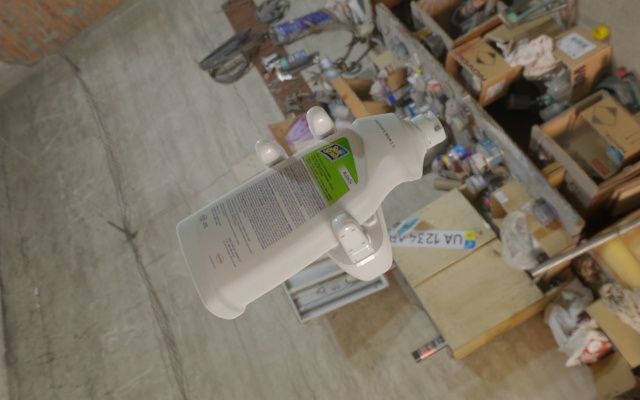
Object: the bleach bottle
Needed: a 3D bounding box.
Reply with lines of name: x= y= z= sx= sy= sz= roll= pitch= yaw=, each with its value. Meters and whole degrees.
bleach bottle: x=0.000 y=0.001 z=0.431 sx=0.251 sy=0.102 sz=0.068 roll=-30 pitch=-24 yaw=3
